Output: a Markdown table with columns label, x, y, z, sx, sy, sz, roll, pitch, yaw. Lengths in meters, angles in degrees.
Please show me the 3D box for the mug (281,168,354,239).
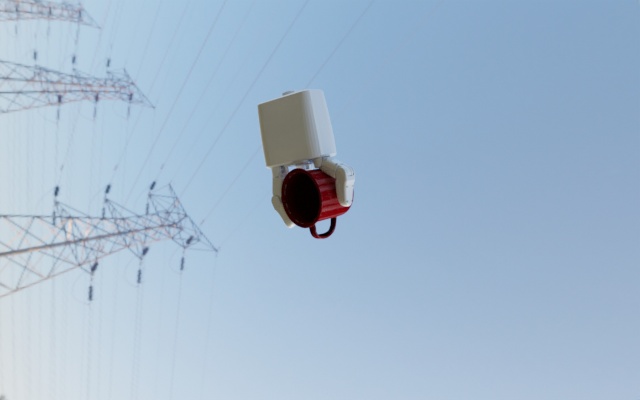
| label | x | y | z | sx | sy | sz | roll | pitch | yaw |
| --- | --- | --- | --- | --- | --- | --- | --- | --- | --- |
| mug | 0.001 | 0.004 | 0.757 | 0.081 | 0.117 | 0.093 | -12 | 4 | -43 |
